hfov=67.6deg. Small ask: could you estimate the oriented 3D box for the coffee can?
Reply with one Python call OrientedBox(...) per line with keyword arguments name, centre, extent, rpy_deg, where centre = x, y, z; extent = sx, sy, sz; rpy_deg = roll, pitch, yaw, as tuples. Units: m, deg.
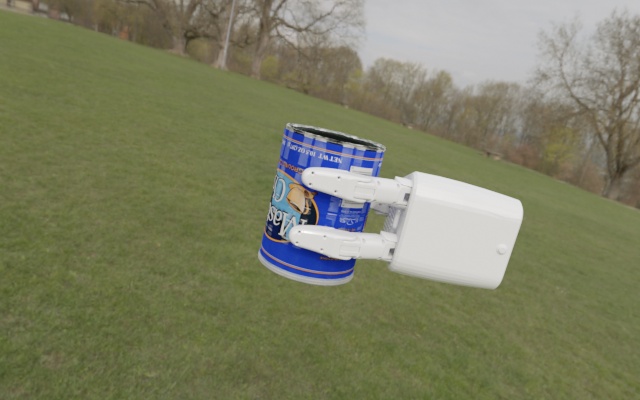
OrientedBox(name="coffee can", centre=(0.000, 0.002, 0.489), extent=(0.103, 0.140, 0.102), rpy_deg=(13, 13, -3))
